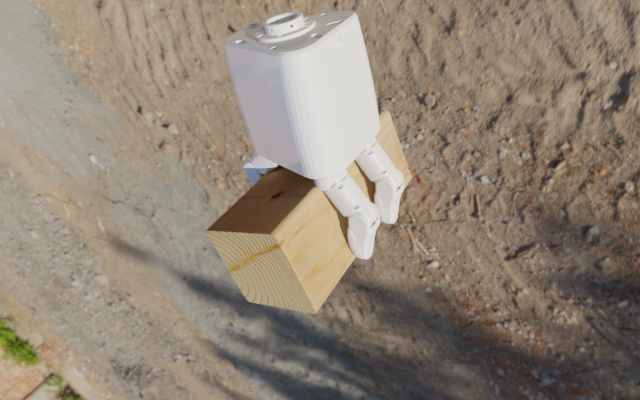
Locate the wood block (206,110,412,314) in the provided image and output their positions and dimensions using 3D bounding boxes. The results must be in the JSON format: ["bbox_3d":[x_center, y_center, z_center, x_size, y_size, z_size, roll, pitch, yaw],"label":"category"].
[{"bbox_3d":[0.000,0.001,0.476,0.091,0.090,0.206,0,36,40],"label":"wood block"}]
